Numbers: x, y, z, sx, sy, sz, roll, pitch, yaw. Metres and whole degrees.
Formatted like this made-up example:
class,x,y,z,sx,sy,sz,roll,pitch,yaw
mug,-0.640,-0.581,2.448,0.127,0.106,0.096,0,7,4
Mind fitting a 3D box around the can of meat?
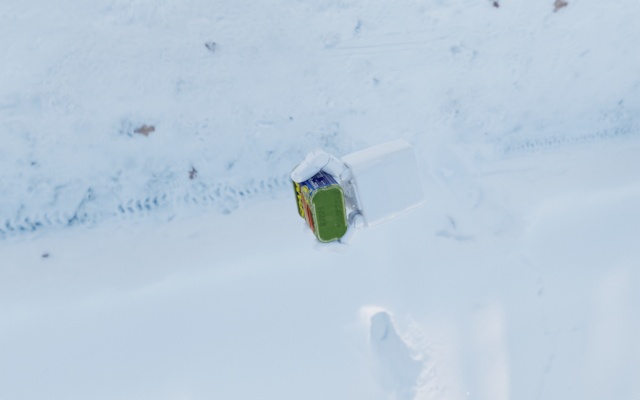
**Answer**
class,x,y,z,sx,sy,sz,roll,pitch,yaw
can of meat,0.000,0.002,0.723,0.057,0.102,0.084,-18,34,-14
